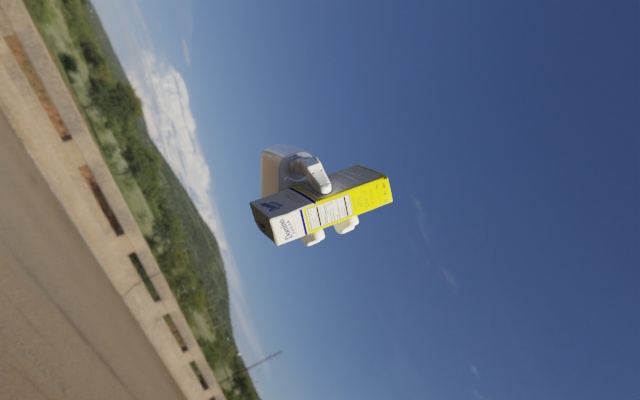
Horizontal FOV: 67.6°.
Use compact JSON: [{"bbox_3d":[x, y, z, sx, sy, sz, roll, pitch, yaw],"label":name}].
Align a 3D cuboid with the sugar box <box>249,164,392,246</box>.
[{"bbox_3d":[0.000,0.003,0.661,0.176,0.048,0.093,-22,22,-18],"label":"sugar box"}]
